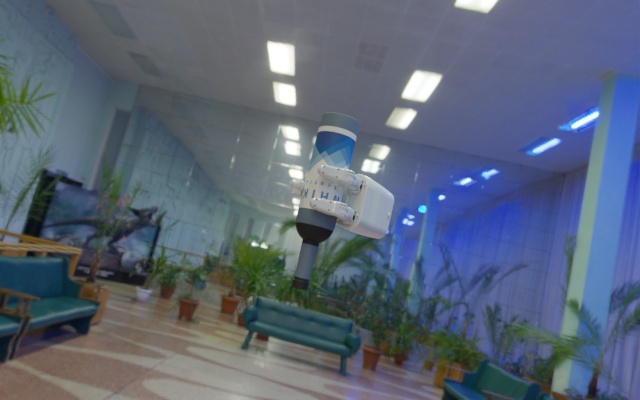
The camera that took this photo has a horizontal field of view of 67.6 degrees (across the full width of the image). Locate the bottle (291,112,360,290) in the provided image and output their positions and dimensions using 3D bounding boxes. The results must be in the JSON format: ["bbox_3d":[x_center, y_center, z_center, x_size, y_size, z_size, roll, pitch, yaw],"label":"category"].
[{"bbox_3d":[0.000,0.002,0.801,0.069,0.295,0.069,14,-8,2],"label":"bottle"}]
